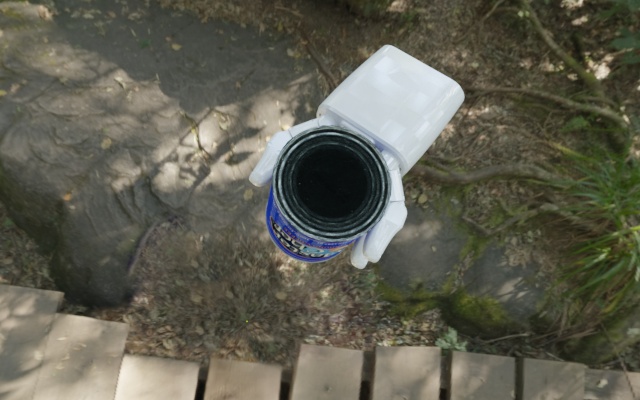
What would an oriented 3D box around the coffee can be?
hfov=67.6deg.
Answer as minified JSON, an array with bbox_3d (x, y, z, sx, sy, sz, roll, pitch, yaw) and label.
[{"bbox_3d":[0.000,0.002,0.465,0.103,0.102,0.140,0,-14,-9],"label":"coffee can"}]
